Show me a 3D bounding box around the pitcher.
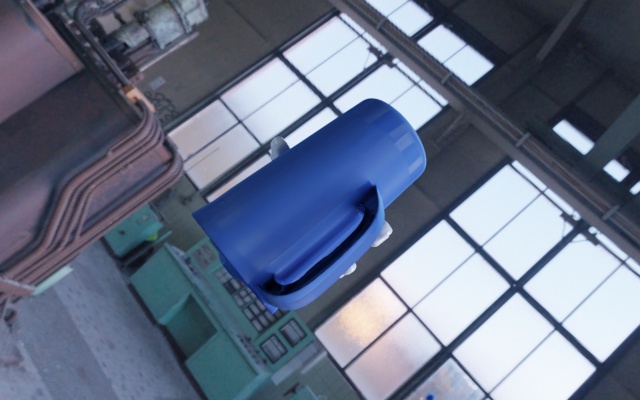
[{"bbox_3d":[0.000,0.002,0.513,0.243,0.149,0.145,-38,-8,-12],"label":"pitcher"}]
